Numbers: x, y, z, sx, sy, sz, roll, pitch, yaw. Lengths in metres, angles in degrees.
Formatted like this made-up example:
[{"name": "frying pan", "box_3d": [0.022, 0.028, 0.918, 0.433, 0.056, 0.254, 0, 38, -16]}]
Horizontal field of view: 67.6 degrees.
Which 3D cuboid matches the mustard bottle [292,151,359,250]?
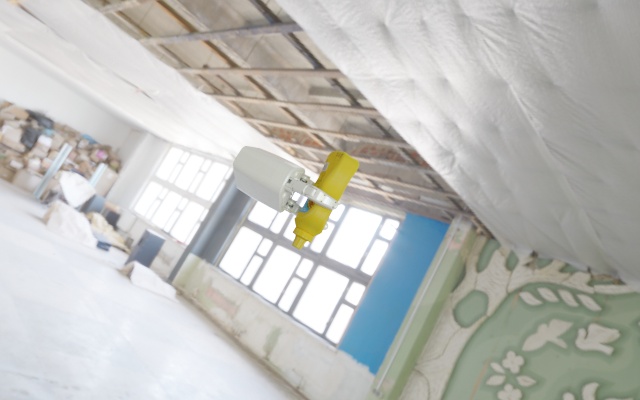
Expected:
[{"name": "mustard bottle", "box_3d": [0.001, 0.003, 0.887, 0.058, 0.191, 0.096, 31, -9, -14]}]
